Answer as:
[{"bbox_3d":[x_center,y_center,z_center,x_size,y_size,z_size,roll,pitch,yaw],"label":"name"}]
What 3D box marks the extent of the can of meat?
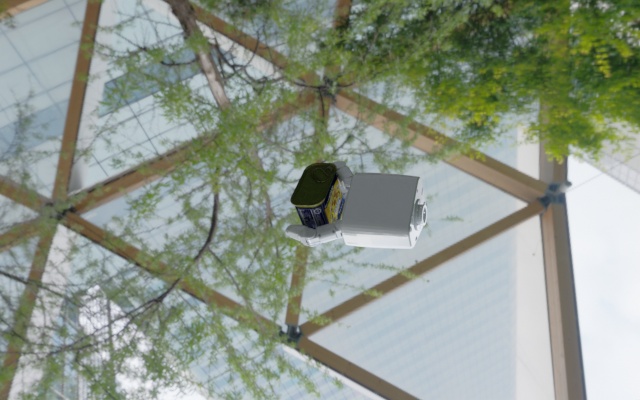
[{"bbox_3d":[0.000,0.003,0.779,0.057,0.084,0.102,1,44,23],"label":"can of meat"}]
